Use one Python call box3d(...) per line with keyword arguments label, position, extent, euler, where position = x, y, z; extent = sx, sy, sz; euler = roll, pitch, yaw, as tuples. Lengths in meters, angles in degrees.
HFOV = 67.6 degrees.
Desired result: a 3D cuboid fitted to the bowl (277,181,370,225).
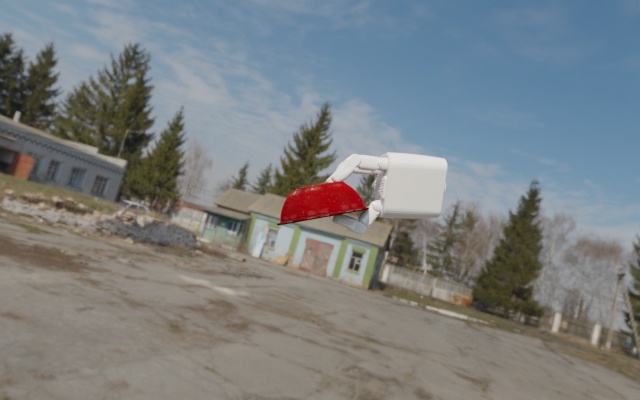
box3d(label="bowl", position=(-0.001, 0.002, 0.816), extent=(0.162, 0.055, 0.162), euler=(-11, -2, 0))
